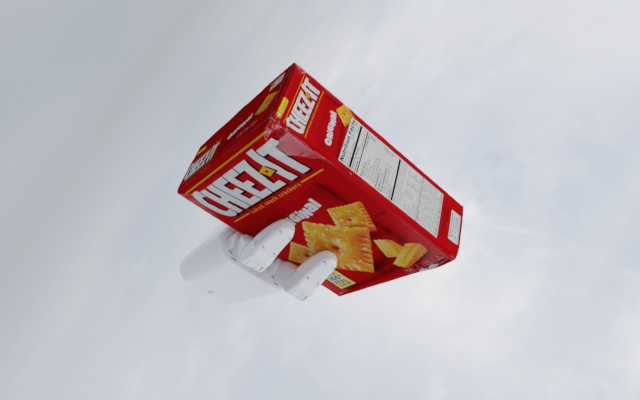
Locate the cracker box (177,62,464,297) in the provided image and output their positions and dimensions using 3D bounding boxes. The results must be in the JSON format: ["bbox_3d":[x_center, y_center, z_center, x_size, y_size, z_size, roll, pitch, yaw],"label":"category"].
[{"bbox_3d":[0.000,0.001,0.447,0.214,0.072,0.164,36,-39,-24],"label":"cracker box"}]
